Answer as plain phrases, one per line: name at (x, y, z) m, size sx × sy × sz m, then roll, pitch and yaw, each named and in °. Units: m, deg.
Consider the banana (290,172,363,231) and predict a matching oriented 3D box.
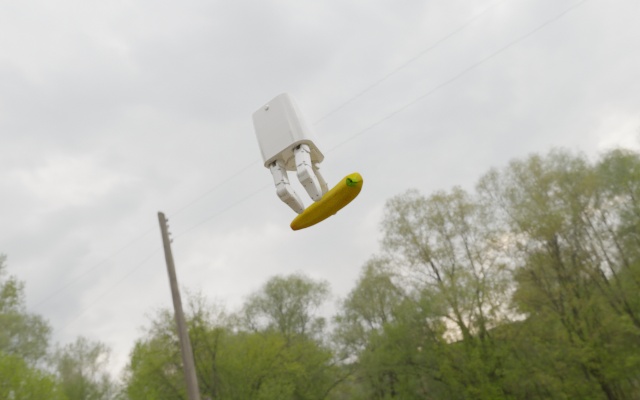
banana at (0.017, -0.001, 0.801) m, size 0.069 × 0.037 × 0.198 m, roll -8°, pitch -21°, yaw -36°
